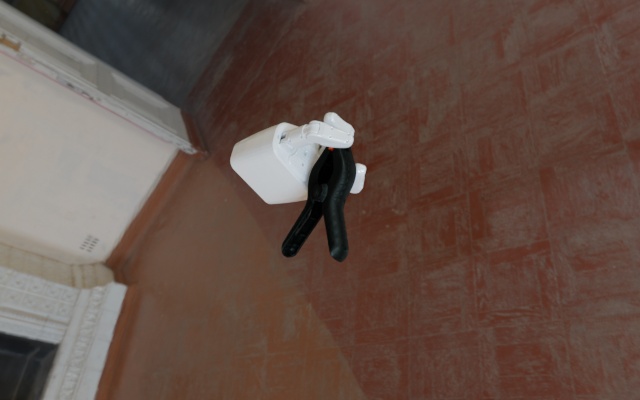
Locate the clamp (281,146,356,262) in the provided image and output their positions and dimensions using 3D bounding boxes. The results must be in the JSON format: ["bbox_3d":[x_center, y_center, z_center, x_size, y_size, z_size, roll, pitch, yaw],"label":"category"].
[{"bbox_3d":[0.000,0.002,0.626,0.120,0.171,0.039,-11,-31,42],"label":"clamp"}]
